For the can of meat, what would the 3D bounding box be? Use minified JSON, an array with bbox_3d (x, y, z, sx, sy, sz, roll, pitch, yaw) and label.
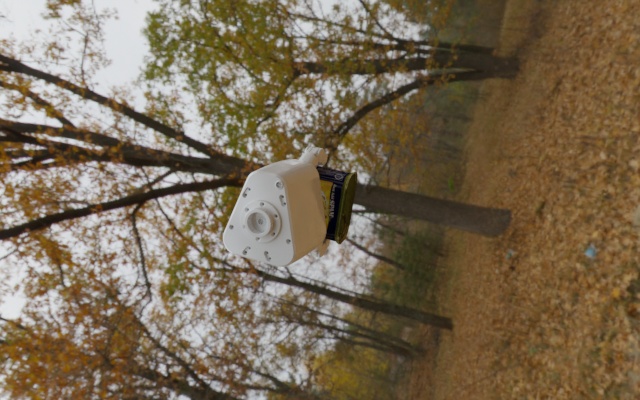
[{"bbox_3d":[0.000,0.002,0.677,0.084,0.102,0.057,13,17,15],"label":"can of meat"}]
